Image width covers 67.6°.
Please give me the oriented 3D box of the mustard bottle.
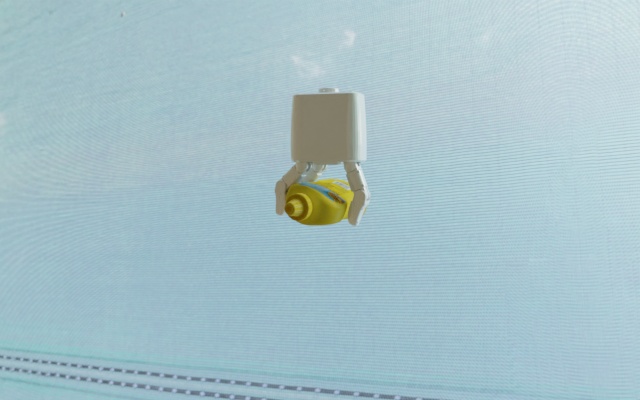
[{"bbox_3d":[0.000,0.003,0.763,0.096,0.058,0.191,28,17,22],"label":"mustard bottle"}]
